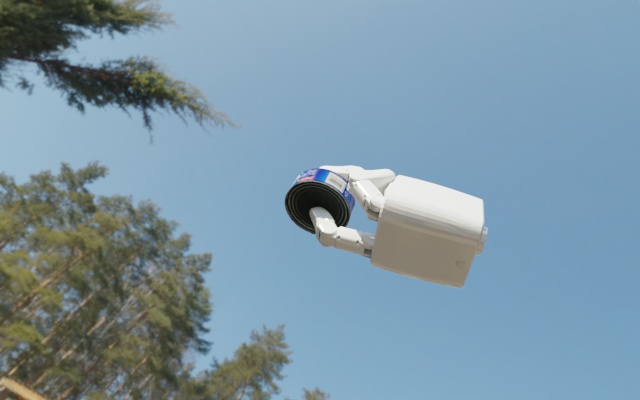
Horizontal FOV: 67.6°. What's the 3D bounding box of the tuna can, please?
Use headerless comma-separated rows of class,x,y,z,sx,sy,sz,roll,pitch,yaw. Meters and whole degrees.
tuna can,0.000,0.002,0.608,0.086,0.086,0.033,0,36,21
